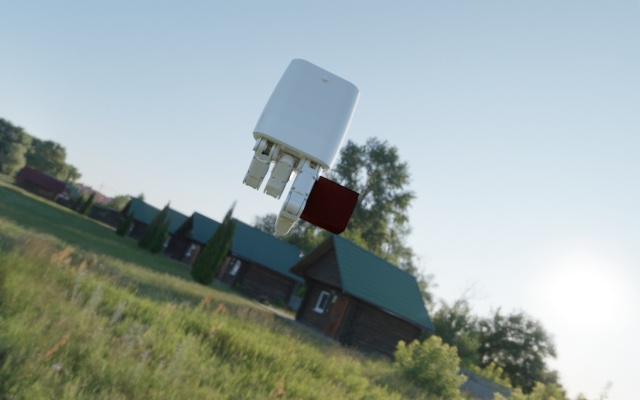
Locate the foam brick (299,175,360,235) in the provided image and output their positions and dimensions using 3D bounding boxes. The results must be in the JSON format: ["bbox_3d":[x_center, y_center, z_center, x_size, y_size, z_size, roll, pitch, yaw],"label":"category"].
[{"bbox_3d":[0.000,0.002,0.582,0.078,0.051,0.053,25,-11,-6],"label":"foam brick"}]
